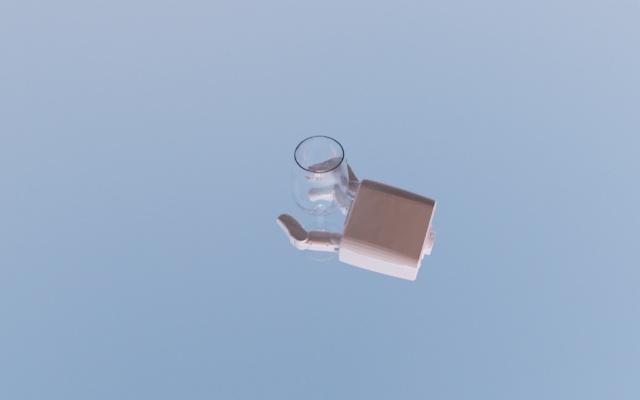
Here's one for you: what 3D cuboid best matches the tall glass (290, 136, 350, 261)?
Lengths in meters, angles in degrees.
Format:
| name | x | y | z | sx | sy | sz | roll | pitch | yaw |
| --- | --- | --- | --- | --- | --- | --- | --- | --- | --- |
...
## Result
| name | x | y | z | sx | sy | sz | roll | pitch | yaw |
| --- | --- | --- | --- | --- | --- | --- | --- | --- | --- |
| tall glass | 0.000 | 0.003 | 0.660 | 0.079 | 0.079 | 0.201 | 0 | -36 | 2 |
